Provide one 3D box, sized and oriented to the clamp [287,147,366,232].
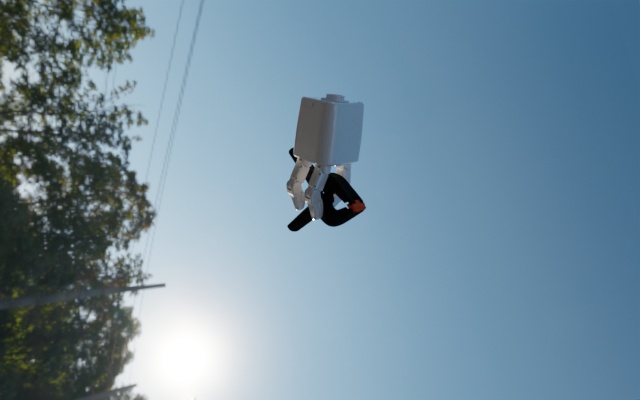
[{"bbox_3d":[0.001,0.003,0.862,0.036,0.164,0.210,-7,21,-36],"label":"clamp"}]
